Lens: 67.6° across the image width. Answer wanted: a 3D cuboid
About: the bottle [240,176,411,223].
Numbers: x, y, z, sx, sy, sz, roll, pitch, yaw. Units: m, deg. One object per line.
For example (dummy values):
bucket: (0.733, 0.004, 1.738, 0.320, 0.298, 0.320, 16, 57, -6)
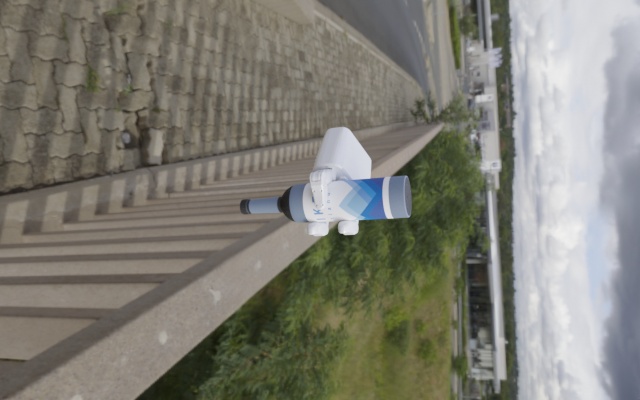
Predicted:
bottle: (0.000, 0.003, 0.804, 0.296, 0.069, 0.069, -4, -1, 20)
